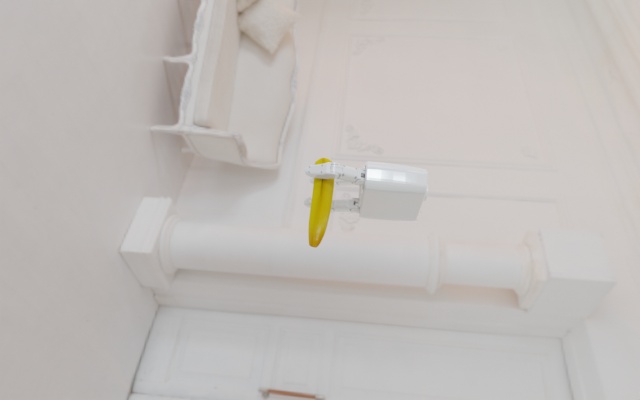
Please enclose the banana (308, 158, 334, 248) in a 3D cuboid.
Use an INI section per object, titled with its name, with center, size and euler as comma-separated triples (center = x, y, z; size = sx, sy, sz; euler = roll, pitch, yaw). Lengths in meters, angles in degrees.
[banana]
center = 0.003, -0.012, 0.833
size = 0.037, 0.197, 0.070
euler = 8, -43, -3
